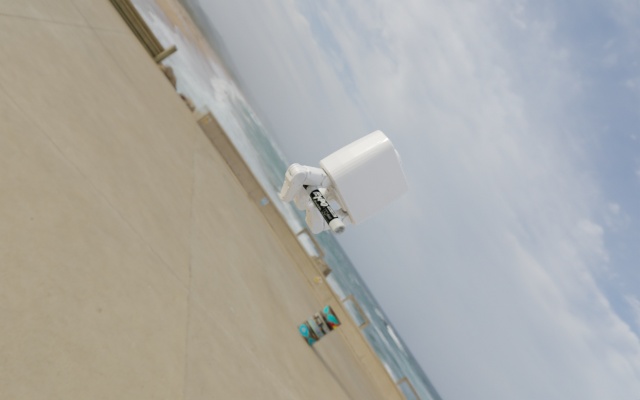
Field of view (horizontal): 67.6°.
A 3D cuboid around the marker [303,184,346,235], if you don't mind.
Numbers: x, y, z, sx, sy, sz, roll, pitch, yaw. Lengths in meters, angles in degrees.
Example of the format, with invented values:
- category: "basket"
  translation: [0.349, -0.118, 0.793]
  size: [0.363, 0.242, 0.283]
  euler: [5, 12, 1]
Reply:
- category: "marker"
  translation: [0.000, 0.002, 0.686]
  size: [0.020, 0.020, 0.121]
  euler: [0, 40, -34]
